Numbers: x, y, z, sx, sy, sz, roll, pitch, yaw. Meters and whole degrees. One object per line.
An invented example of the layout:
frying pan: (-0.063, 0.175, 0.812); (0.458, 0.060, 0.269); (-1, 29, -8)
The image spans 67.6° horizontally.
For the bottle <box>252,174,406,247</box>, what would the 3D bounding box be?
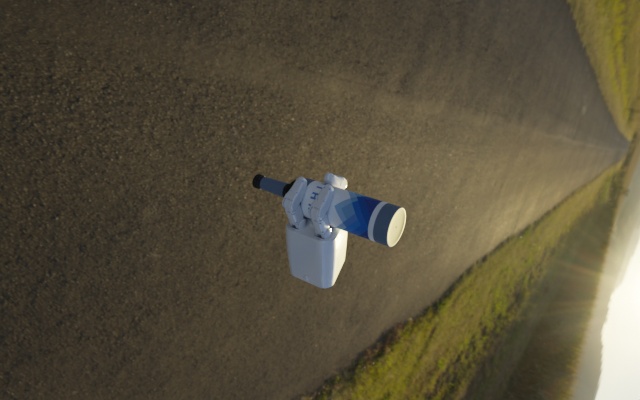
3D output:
bottle: (0.000, 0.003, 0.832); (0.295, 0.069, 0.069); (18, 9, 30)
